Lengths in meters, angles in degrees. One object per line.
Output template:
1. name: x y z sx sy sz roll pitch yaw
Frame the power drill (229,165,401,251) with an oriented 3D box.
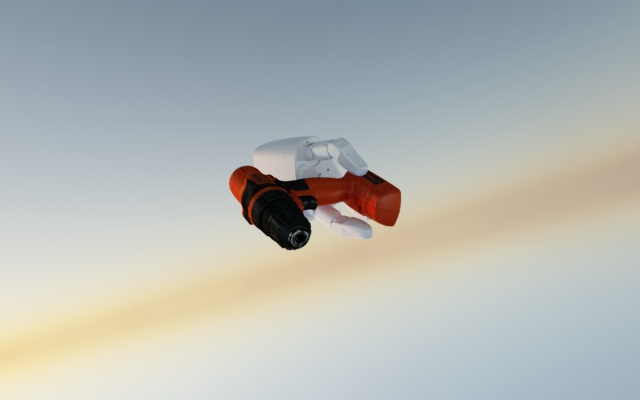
1. power drill: 0.000 0.002 0.570 0.187 0.057 0.184 -1 23 -28
